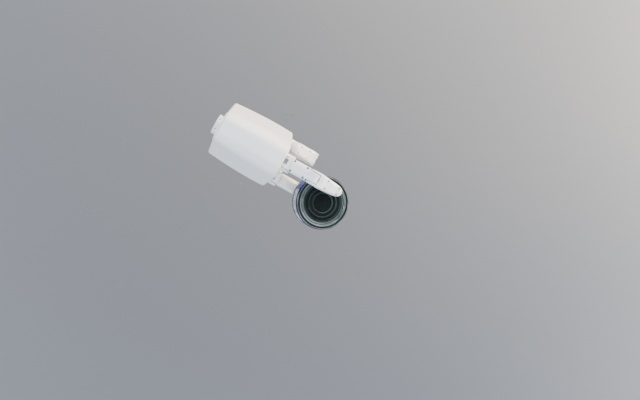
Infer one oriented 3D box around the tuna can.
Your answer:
[{"bbox_3d":[0.000,0.003,0.751,0.086,0.086,0.034,0,5,-14],"label":"tuna can"}]
